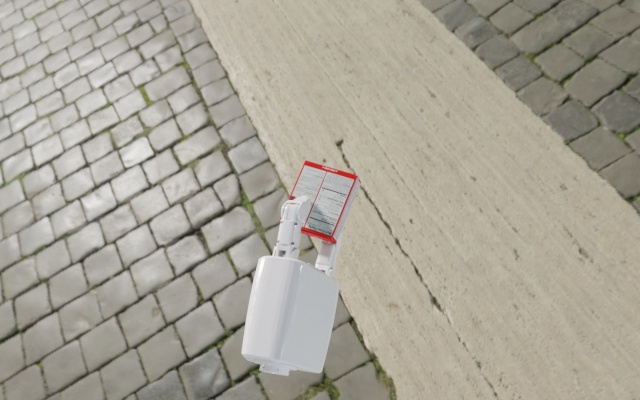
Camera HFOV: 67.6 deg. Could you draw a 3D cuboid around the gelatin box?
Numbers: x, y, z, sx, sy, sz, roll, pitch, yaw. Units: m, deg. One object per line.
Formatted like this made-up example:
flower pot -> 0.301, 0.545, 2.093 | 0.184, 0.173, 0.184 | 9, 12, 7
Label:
gelatin box -> 0.000, 0.001, 0.595 | 0.073, 0.089, 0.030 | 17, -14, 20
